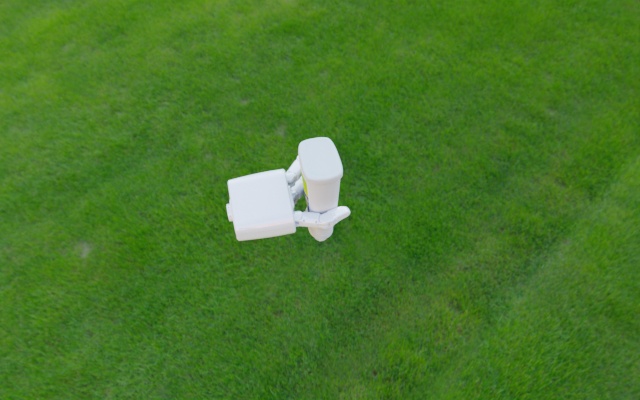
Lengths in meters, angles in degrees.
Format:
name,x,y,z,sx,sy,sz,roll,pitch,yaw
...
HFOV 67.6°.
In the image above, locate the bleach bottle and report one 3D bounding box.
name,x,y,z,sx,sy,sz,roll,pitch,yaw
bleach bottle,0.000,0.003,0.897,0.068,0.102,0.251,-10,-38,-7
